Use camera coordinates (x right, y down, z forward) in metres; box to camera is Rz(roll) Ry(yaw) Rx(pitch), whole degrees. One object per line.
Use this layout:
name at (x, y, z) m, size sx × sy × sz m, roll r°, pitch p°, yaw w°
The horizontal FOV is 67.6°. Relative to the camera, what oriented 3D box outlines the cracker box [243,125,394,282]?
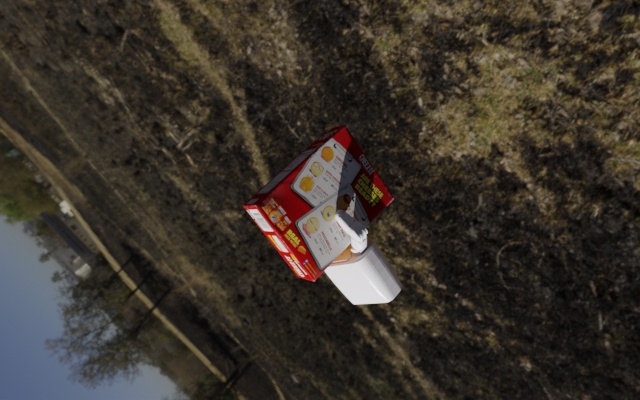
cracker box at (0.000, 0.003, 0.809) m, size 0.213 × 0.164 × 0.072 m, roll -44°, pitch 20°, yaw -23°
